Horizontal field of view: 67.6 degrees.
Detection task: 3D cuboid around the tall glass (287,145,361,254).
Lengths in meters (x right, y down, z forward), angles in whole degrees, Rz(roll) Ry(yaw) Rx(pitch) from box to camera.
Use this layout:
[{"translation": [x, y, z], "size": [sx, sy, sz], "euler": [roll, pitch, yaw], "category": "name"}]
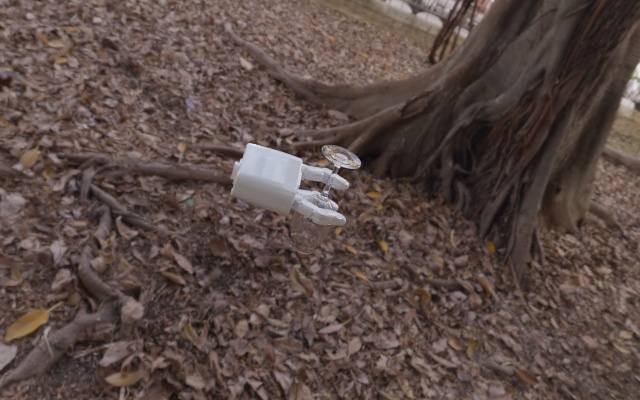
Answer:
[{"translation": [0.001, 0.002, 0.877], "size": [0.079, 0.201, 0.079], "euler": [19, 28, -10], "category": "tall glass"}]
